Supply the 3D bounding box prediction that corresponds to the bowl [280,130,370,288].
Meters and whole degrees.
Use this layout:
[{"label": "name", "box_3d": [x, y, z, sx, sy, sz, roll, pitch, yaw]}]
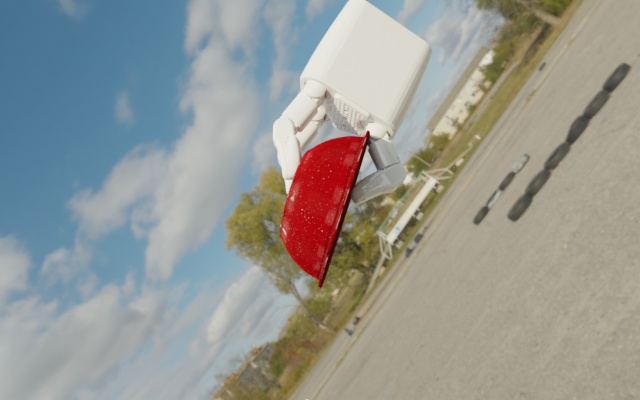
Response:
[{"label": "bowl", "box_3d": [-0.001, 0.003, 0.473, 0.055, 0.162, 0.162, 17, 1, 4]}]
